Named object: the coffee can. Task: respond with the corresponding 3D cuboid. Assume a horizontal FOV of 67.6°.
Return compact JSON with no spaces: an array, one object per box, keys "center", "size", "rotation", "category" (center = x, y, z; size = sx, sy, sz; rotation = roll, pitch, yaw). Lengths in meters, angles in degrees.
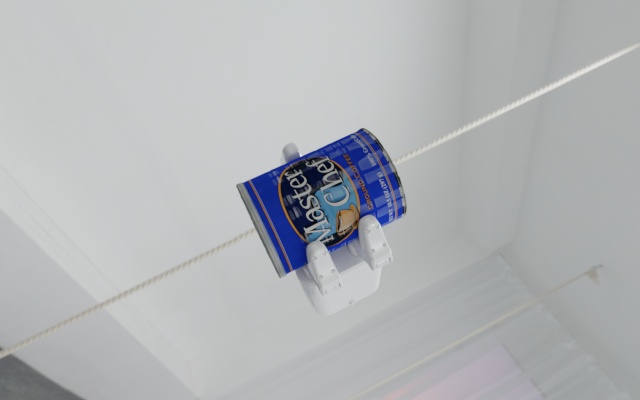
[{"center":[0.000,0.001,0.483],"size":[0.140,0.103,0.103],"rotation":[-25,4,-9],"category":"coffee can"}]
